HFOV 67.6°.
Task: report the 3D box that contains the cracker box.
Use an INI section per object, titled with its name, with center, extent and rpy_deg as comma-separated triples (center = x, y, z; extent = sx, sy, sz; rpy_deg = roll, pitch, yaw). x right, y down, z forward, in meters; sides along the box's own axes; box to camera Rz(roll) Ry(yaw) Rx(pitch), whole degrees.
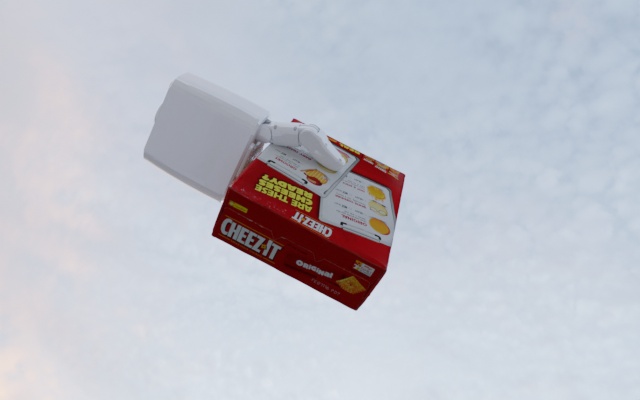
[cracker box]
center = 0.000, 0.002, 0.534
extent = 0.164, 0.072, 0.213
rpy_deg = 27, 31, 0
